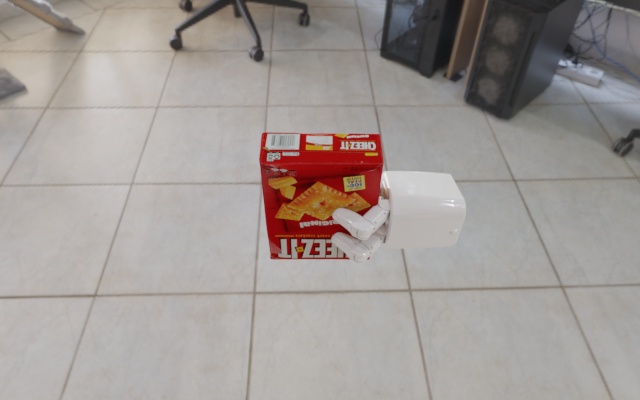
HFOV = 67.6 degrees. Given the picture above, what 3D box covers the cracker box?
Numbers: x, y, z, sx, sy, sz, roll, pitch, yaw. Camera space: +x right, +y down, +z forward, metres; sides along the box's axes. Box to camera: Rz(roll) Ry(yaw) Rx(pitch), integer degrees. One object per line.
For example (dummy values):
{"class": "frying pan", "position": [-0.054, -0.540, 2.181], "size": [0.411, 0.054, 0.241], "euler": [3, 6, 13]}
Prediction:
{"class": "cracker box", "position": [0.000, 0.002, 0.705], "size": [0.164, 0.072, 0.214], "euler": [1, -43, 0]}
